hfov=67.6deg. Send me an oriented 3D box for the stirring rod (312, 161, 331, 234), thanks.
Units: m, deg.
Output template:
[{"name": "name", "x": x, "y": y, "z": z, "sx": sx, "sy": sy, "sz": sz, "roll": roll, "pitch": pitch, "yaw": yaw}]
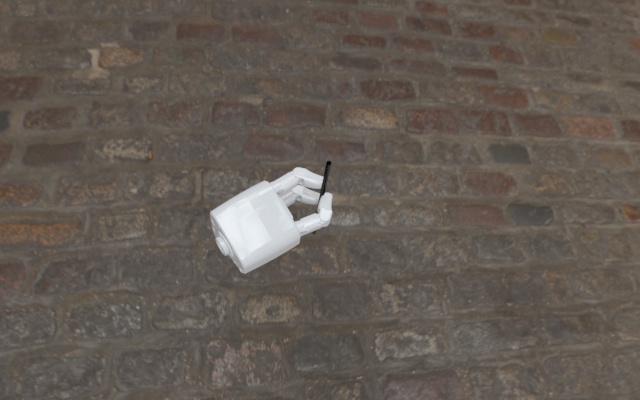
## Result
[{"name": "stirring rod", "x": 0.000, "y": 0.003, "z": 0.838, "sx": 0.011, "sy": 0.011, "sz": 0.240, "roll": 0, "pitch": -30, "yaw": -7}]
